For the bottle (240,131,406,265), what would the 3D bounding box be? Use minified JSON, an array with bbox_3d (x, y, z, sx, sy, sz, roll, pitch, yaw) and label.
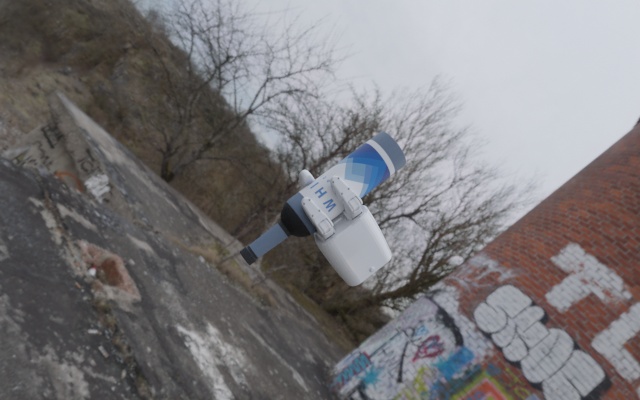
[{"bbox_3d":[0.000,0.002,0.754,0.295,0.069,0.069,-37,5,-7],"label":"bottle"}]
